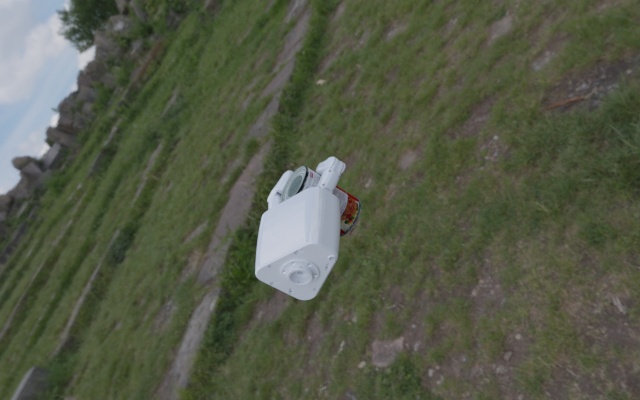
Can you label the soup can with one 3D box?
[{"bbox_3d":[0.000,0.002,0.709,0.102,0.068,0.068,31,-13,-22],"label":"soup can"}]
